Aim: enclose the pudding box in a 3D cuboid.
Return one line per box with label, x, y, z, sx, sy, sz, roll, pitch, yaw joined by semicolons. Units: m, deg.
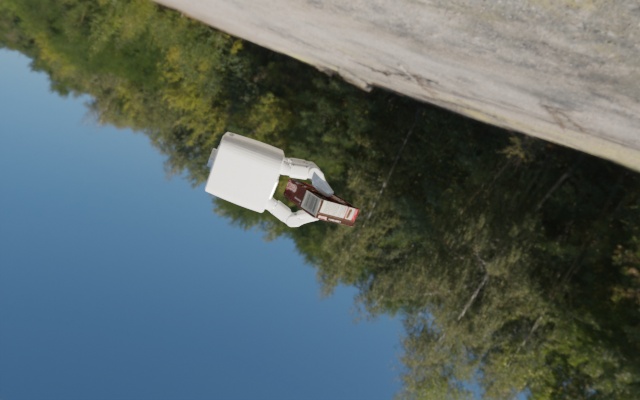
pudding box;0.000;0.003;0.839;0.090;0.039;0.113;14;14;-38
